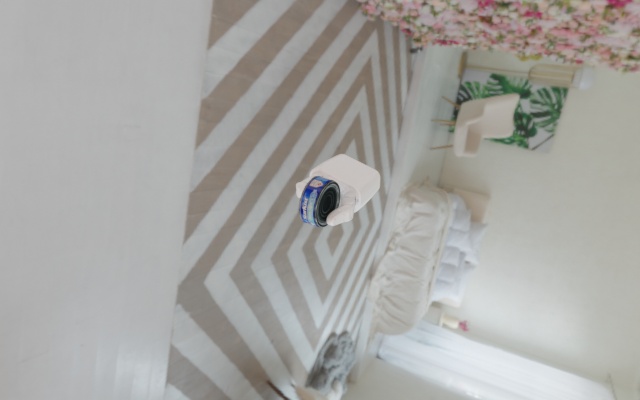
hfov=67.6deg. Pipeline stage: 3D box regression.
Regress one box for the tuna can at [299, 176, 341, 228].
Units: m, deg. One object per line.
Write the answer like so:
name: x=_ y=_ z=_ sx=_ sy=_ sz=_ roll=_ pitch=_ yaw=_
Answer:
tuna can: x=0.001 y=0.003 z=0.823 sx=0.033 sy=0.086 sz=0.086 roll=17 pitch=8 yaw=28
